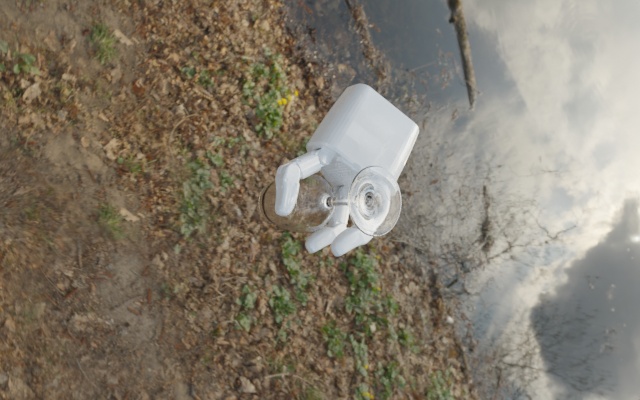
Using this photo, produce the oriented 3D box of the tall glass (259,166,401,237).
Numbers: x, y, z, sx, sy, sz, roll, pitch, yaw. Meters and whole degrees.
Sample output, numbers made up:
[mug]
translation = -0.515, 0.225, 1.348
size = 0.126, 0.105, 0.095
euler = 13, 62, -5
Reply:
[tall glass]
translation = 0.000, 0.002, 0.577
size = 0.079, 0.079, 0.201
euler = 0, -1, -36
